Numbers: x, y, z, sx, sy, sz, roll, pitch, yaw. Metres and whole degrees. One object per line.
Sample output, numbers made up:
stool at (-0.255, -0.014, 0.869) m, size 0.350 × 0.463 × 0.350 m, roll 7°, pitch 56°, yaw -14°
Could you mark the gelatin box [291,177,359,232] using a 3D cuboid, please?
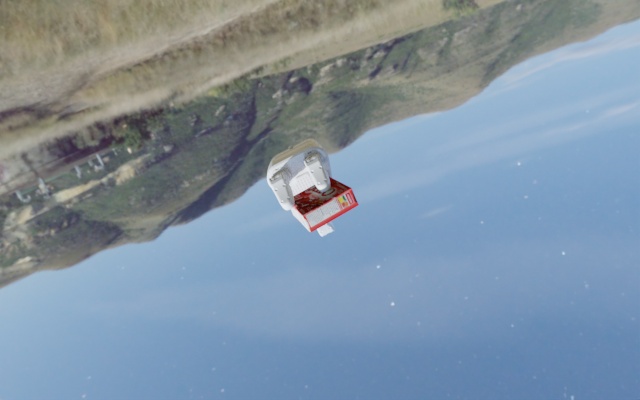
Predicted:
gelatin box at (0.000, 0.003, 0.642) m, size 0.073 × 0.030 × 0.089 m, roll -29°, pitch 20°, yaw -10°
